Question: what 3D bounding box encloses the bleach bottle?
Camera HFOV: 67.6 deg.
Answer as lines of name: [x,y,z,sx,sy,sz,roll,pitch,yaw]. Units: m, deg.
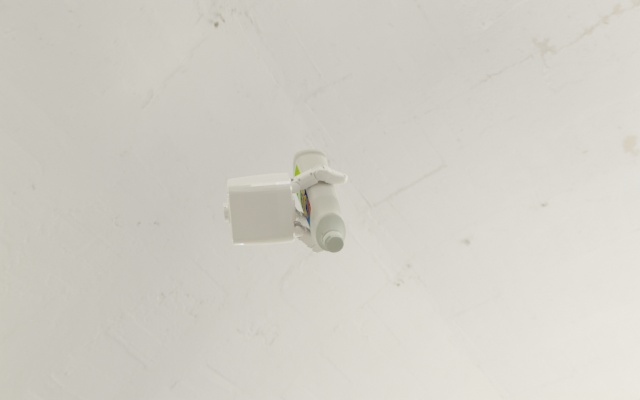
bleach bottle: [0.000,0.003,0.832,0.068,0.103,0.250,-4,28,-10]
